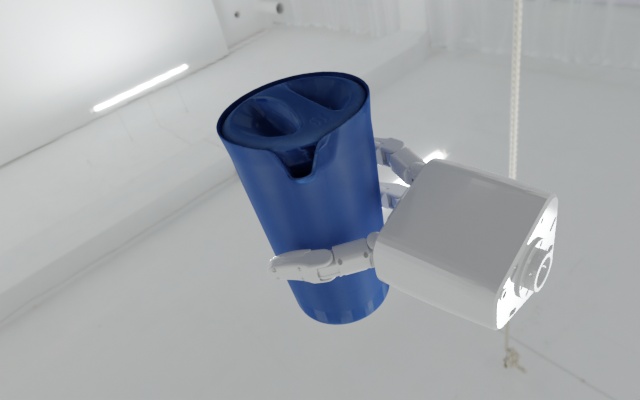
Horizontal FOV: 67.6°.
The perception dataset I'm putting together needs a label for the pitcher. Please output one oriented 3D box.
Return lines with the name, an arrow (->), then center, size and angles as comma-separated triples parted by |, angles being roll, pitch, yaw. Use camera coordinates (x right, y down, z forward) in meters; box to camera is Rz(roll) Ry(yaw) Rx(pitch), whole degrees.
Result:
pitcher -> 0.000, 0.002, 0.480 | 0.145, 0.243, 0.149 | 18, 48, 37
